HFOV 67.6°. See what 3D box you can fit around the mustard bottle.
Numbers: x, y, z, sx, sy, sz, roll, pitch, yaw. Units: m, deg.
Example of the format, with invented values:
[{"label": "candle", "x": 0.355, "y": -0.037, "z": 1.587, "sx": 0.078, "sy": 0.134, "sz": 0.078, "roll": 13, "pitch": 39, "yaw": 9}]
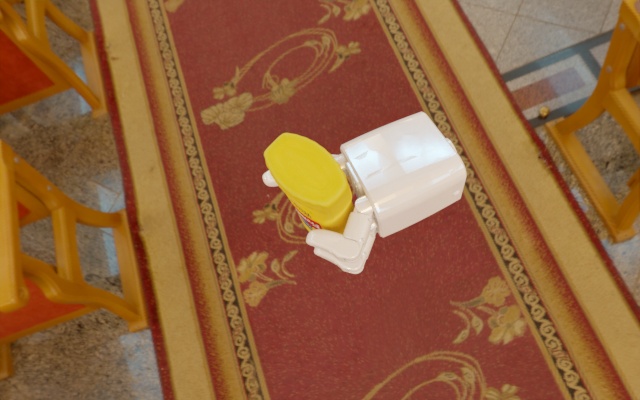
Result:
[{"label": "mustard bottle", "x": 0.000, "y": 0.002, "z": 0.547, "sx": 0.096, "sy": 0.058, "sz": 0.192, "roll": 39, "pitch": -10, "yaw": 21}]
